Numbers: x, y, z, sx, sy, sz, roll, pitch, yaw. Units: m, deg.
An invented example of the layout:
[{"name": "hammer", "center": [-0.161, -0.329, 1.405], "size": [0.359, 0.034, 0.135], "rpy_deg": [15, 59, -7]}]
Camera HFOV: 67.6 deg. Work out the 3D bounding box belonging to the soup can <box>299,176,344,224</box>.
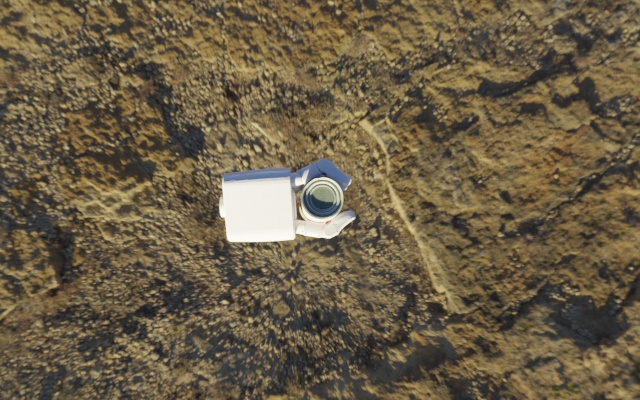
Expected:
[{"name": "soup can", "center": [0.001, 0.003, 0.769], "size": [0.068, 0.068, 0.102], "rpy_deg": [0, -8, -3]}]
